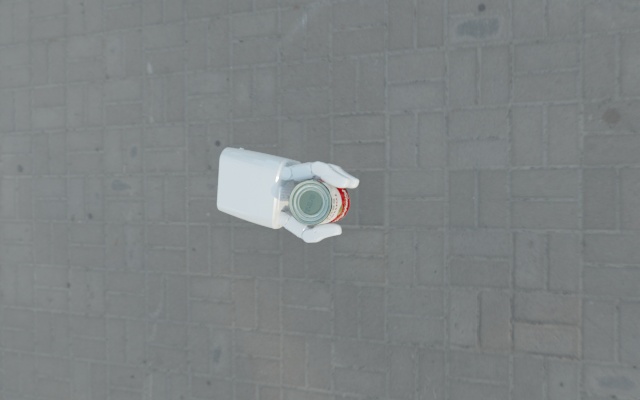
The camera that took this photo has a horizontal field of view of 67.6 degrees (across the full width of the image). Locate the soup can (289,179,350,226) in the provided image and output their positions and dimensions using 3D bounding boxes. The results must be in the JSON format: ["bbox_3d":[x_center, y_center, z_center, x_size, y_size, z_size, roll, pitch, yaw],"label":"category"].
[{"bbox_3d":[0.000,0.003,0.724,0.068,0.068,0.102,0,0,18],"label":"soup can"}]
